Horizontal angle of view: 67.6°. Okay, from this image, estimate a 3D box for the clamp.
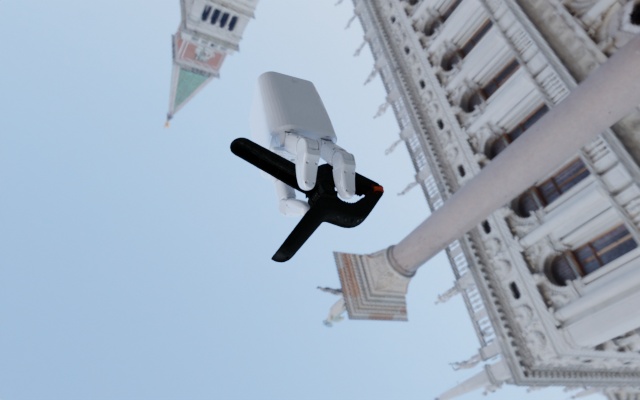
[{"bbox_3d":[0.000,0.002,0.587,0.210,0.164,0.036,5,-37,-35],"label":"clamp"}]
